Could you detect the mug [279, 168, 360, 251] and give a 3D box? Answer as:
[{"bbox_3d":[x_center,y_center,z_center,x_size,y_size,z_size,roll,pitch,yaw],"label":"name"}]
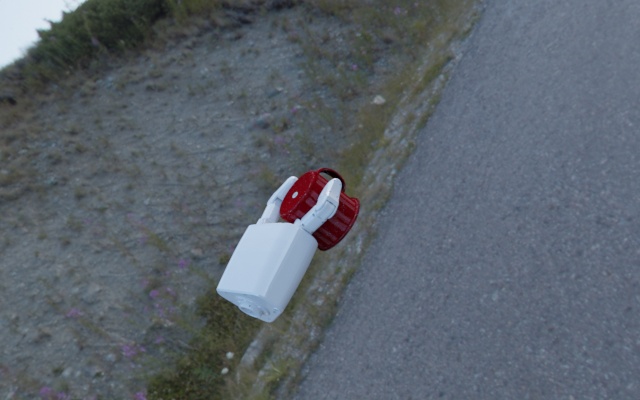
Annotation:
[{"bbox_3d":[0.001,0.001,0.687,0.081,0.117,0.093,37,-31,-20],"label":"mug"}]
